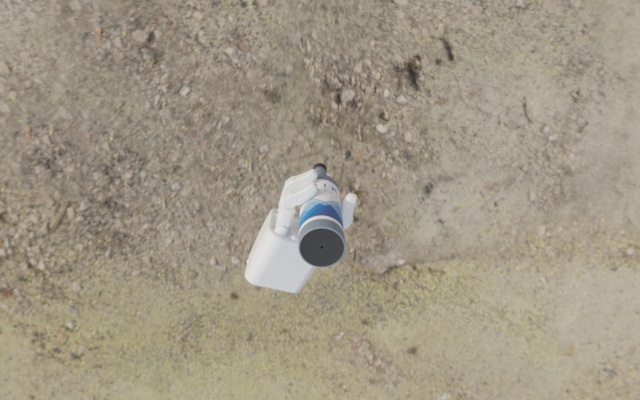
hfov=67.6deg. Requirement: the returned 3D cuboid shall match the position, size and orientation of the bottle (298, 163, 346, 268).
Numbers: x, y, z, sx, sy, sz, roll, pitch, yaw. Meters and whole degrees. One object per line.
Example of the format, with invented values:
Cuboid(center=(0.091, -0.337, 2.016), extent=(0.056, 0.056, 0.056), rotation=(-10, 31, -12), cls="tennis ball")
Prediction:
Cuboid(center=(0.000, 0.003, 0.795), extent=(0.069, 0.069, 0.295), rotation=(0, 25, -1), cls="bottle")
